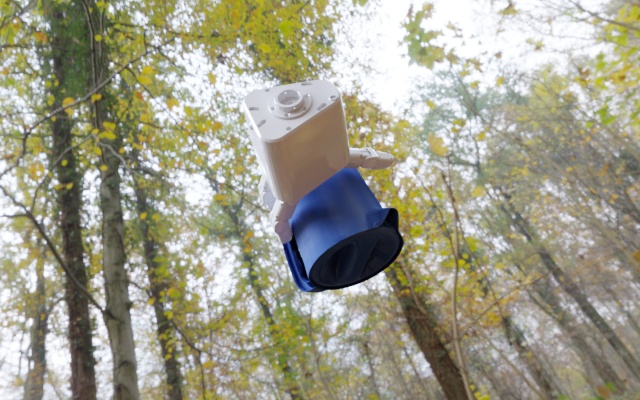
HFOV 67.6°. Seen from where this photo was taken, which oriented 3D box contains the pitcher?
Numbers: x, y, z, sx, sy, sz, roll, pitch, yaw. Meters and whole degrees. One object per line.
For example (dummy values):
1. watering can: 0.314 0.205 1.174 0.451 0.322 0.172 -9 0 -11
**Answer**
1. pitcher: 0.000 0.002 0.686 0.149 0.242 0.145 -20 -36 -8
